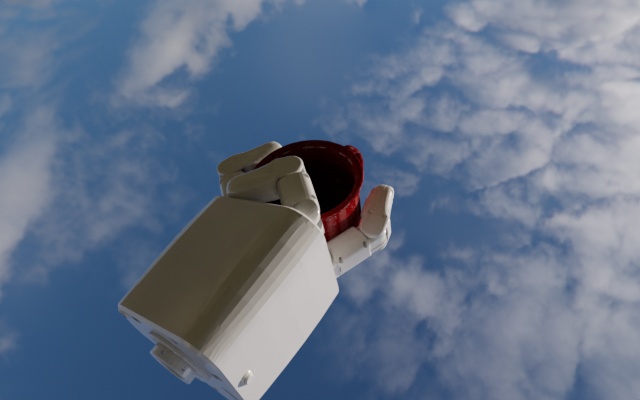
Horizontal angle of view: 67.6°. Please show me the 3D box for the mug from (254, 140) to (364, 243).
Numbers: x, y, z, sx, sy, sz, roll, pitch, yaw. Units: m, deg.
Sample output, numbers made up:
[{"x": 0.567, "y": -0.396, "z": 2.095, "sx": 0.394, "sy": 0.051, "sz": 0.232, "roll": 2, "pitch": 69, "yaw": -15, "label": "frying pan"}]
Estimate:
[{"x": 0.001, "y": 0.000, "z": 0.411, "sx": 0.093, "sy": 0.082, "sz": 0.117, "roll": 22, "pitch": 56, "yaw": 28, "label": "mug"}]
